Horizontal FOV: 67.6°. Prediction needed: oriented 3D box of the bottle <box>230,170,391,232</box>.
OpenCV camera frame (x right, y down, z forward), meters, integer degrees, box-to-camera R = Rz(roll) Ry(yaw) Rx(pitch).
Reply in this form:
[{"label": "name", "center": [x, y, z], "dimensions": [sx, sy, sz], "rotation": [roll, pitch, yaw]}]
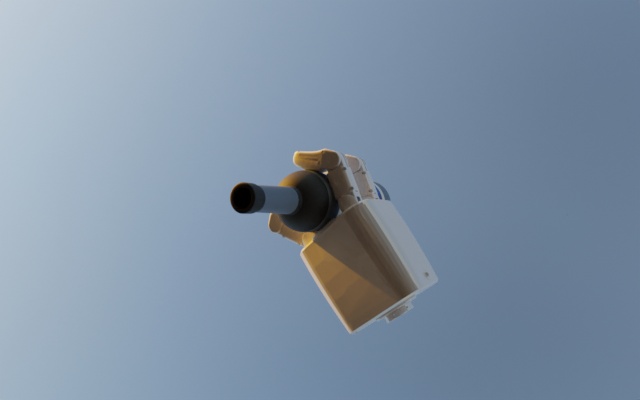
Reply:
[{"label": "bottle", "center": [0.000, 0.002, 0.541], "dimensions": [0.069, 0.069, 0.296], "rotation": [0, -2, 27]}]
